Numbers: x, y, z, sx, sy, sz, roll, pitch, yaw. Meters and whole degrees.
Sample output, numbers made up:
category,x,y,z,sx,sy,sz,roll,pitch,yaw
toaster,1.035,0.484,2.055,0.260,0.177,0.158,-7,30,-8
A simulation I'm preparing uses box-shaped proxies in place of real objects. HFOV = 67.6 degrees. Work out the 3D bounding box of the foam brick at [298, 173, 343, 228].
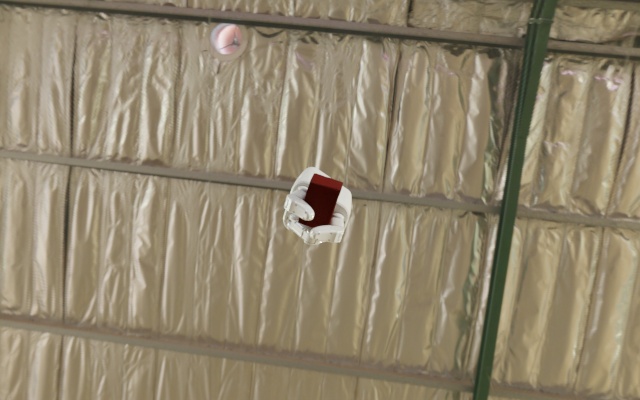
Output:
category,x,y,z,sx,sy,sz,roll,pitch,yaw
foam brick,0.000,0.002,0.788,0.053,0.078,0.051,19,22,1
